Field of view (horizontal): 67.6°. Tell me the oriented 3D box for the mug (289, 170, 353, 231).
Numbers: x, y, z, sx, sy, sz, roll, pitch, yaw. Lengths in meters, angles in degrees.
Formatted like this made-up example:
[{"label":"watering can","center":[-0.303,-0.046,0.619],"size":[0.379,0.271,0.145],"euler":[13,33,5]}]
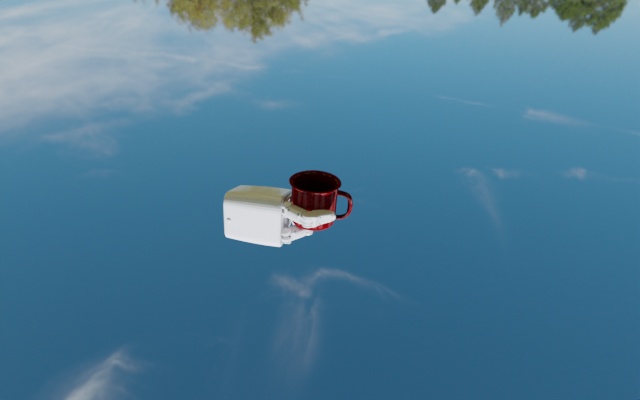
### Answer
[{"label":"mug","center":[0.002,0.003,0.861],"size":[0.117,0.081,0.093],"euler":[8,29,8]}]
